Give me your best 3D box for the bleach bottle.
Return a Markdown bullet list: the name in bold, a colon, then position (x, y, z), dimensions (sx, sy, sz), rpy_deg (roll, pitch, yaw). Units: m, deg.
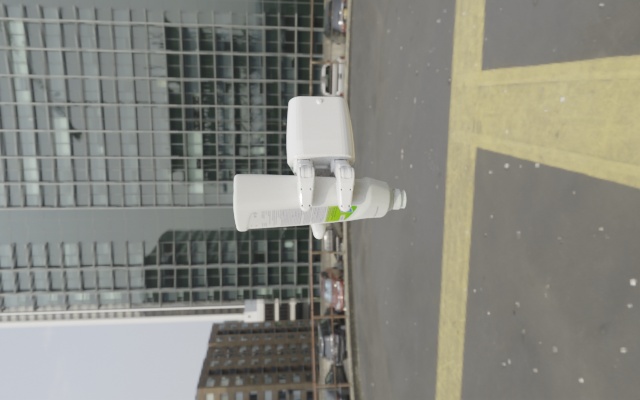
- **bleach bottle**: position (0.000, 0.002, 0.713), dimensions (0.251, 0.068, 0.103), rpy_deg (0, -22, -6)
